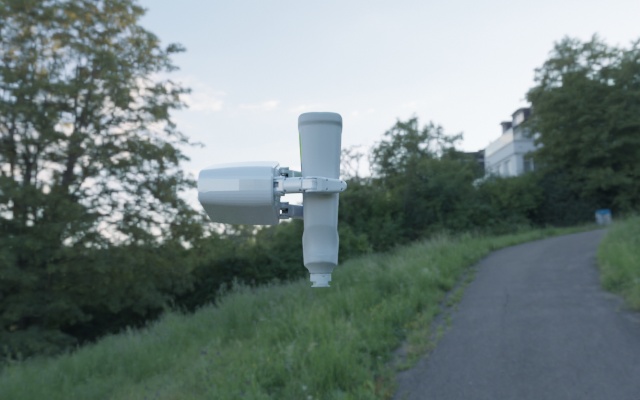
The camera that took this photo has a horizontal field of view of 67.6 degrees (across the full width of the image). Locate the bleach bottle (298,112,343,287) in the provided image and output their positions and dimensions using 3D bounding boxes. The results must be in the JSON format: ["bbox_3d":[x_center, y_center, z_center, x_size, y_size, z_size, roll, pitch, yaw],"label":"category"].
[{"bbox_3d":[0.000,0.002,0.715,0.068,0.251,0.102,0,-7,1],"label":"bleach bottle"}]
